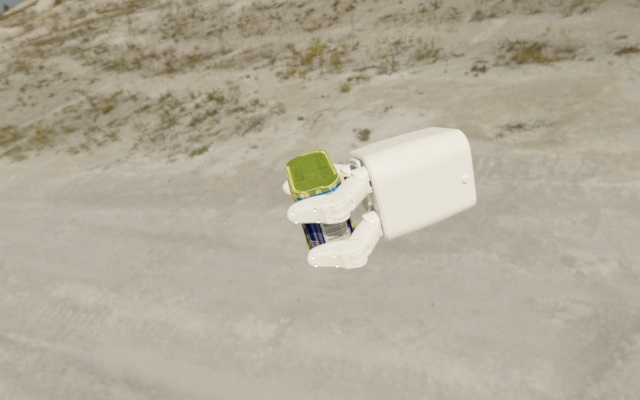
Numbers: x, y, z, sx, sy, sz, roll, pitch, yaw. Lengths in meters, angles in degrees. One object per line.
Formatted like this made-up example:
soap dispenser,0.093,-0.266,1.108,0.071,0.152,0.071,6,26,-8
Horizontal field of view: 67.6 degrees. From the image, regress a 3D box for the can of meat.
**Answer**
can of meat,0.000,0.001,0.523,0.057,0.084,0.102,-18,29,-2
